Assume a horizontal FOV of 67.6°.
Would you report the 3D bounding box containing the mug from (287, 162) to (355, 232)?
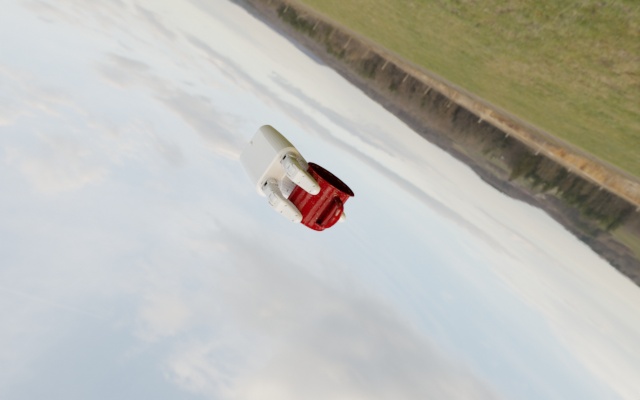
[{"bbox_3d":[0.001,0.003,0.770,0.093,0.081,0.117,25,17,-39],"label":"mug"}]
